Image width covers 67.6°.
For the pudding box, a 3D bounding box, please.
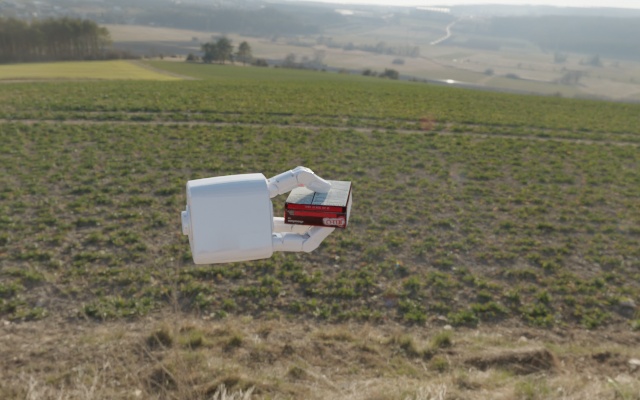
[{"bbox_3d":[0.000,0.002,0.711,0.090,0.039,0.113,5,23,7],"label":"pudding box"}]
